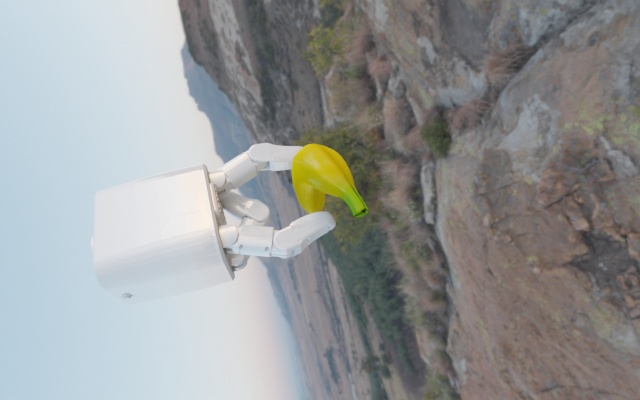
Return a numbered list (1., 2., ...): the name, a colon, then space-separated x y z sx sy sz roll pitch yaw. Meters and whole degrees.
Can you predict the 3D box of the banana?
1. banana: -0.004 -0.017 0.448 0.037 0.069 0.198 -16 2 -9
